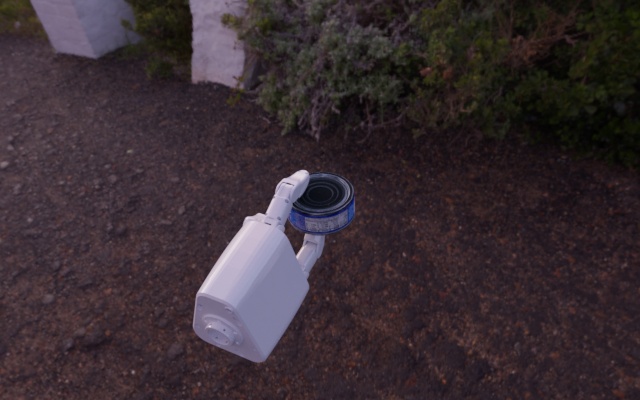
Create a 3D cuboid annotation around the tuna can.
[{"bbox_3d":[0.000,0.001,0.590,0.086,0.034,0.086,-2,40,2],"label":"tuna can"}]
